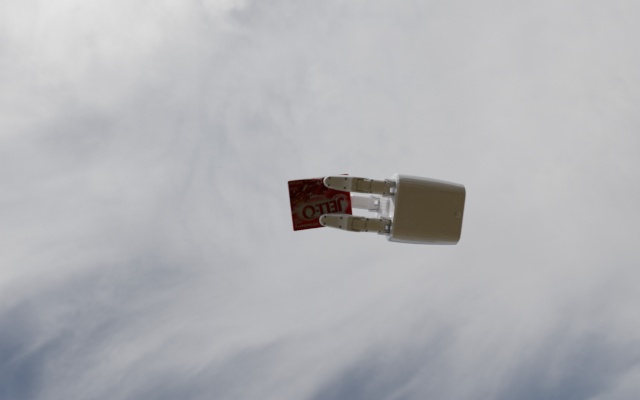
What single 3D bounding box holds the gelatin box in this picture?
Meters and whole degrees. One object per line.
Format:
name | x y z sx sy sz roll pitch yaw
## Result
gelatin box | 0.000 0.002 0.692 0.089 0.073 0.030 -7 3 -2
